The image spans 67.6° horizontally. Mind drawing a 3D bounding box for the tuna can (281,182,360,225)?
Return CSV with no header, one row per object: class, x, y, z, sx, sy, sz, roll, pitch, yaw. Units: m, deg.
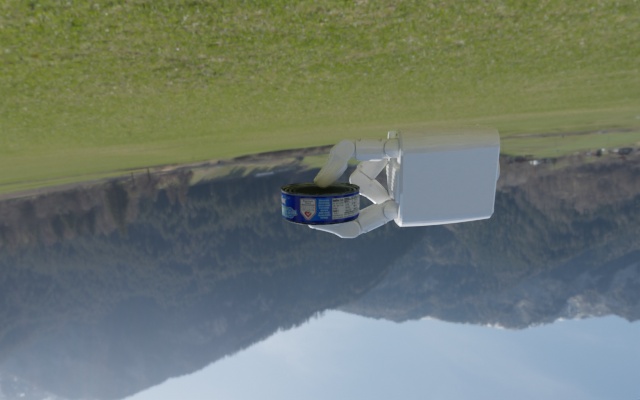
tuna can,0.000,0.002,0.520,0.086,0.034,0.086,-1,10,0
